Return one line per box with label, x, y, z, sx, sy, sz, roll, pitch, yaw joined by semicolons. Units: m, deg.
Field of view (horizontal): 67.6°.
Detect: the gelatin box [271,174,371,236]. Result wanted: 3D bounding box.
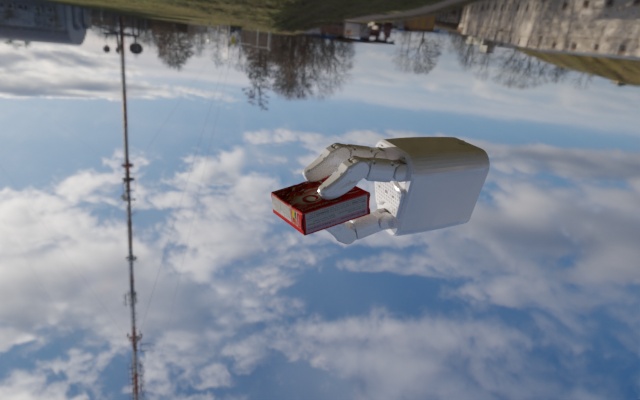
gelatin box;0.000;0.002;0.537;0.089;0.030;0.073;-18;28;-27
